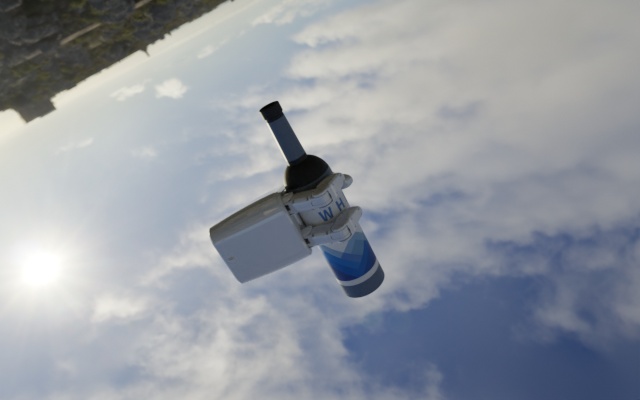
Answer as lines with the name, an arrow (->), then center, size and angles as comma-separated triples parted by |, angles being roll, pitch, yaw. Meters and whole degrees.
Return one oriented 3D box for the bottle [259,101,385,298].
bottle -> 0.000, 0.002, 0.647 | 0.069, 0.296, 0.069 | -23, 24, 11
